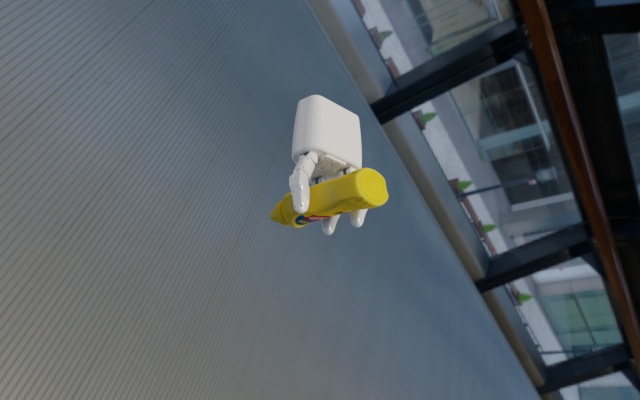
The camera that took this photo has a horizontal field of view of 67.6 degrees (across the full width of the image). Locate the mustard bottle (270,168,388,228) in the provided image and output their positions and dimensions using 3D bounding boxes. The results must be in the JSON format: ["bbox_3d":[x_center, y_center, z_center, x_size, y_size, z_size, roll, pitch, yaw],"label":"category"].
[{"bbox_3d":[0.000,0.003,0.735,0.191,0.058,0.096,-16,-9,31],"label":"mustard bottle"}]
